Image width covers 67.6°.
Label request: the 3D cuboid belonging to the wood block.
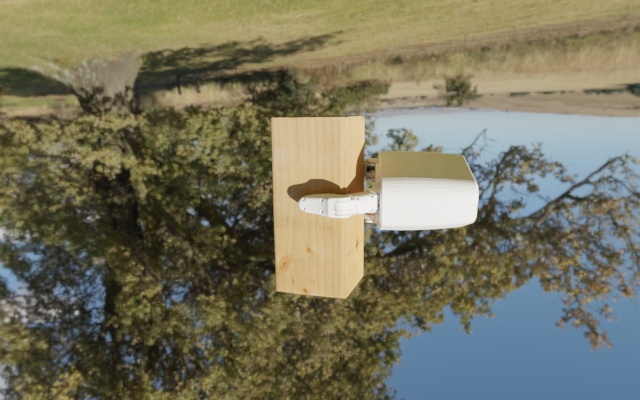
[{"bbox_3d":[0.000,0.002,0.578,0.090,0.206,0.091,3,11,19],"label":"wood block"}]
